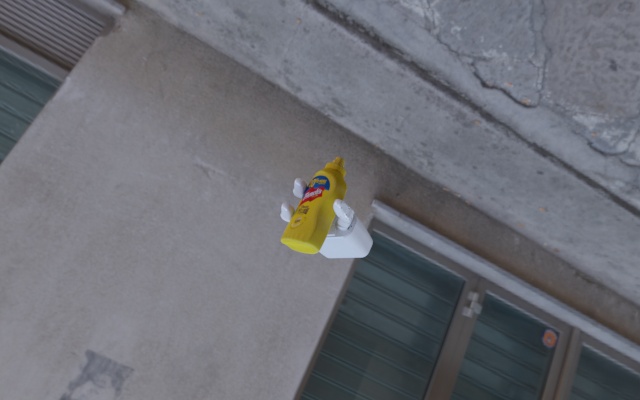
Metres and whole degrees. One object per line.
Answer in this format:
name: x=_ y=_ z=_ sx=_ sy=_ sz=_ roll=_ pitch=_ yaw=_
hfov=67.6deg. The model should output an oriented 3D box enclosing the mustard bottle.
mustard bottle: x=0.000 y=0.003 z=0.886 sx=0.058 sy=0.191 sz=0.096 roll=36 pitch=-21 yaw=-27
